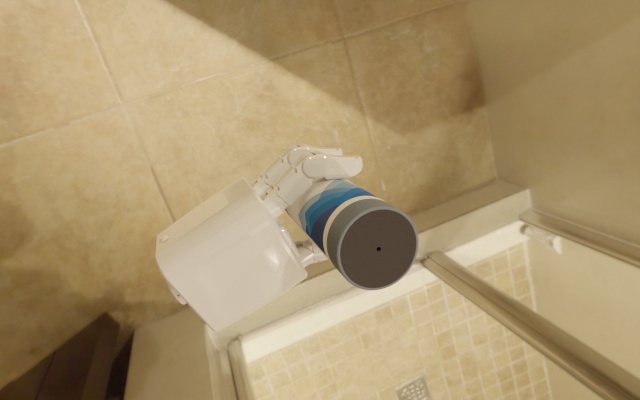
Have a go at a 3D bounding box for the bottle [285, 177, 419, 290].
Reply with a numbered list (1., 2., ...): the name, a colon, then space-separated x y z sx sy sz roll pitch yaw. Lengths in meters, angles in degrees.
1. bottle: 0.000 0.002 0.490 0.069 0.069 0.295 0 14 -18
